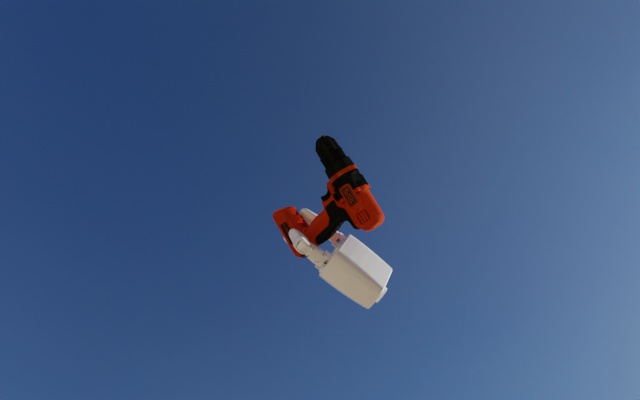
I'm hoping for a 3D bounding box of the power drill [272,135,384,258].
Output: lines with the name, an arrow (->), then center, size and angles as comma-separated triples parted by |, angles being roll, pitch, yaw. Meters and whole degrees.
power drill -> 0.000, 0.003, 0.851 | 0.188, 0.184, 0.057 | -38, -13, 32
